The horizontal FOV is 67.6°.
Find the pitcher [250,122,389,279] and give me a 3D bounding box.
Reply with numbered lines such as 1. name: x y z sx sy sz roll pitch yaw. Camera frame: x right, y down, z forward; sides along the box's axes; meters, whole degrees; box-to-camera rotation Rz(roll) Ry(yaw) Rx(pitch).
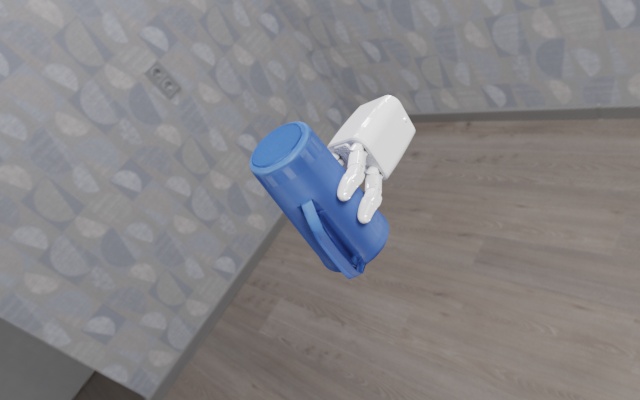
1. pitcher: 0.000 0.002 0.751 0.149 0.145 0.243 13 -30 49
